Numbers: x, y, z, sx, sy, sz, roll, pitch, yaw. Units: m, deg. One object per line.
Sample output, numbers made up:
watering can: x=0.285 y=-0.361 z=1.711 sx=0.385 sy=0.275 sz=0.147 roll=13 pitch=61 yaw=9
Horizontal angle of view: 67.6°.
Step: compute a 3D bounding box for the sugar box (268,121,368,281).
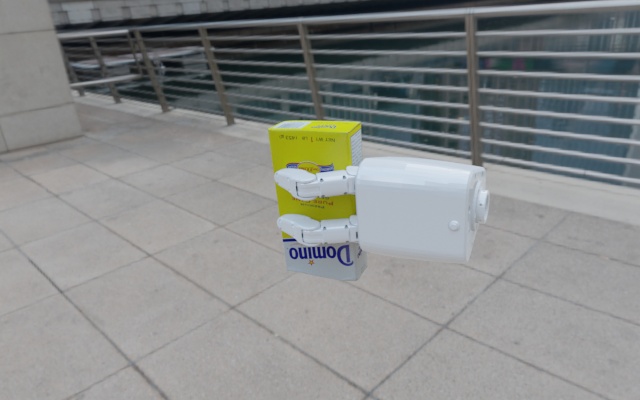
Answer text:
sugar box: x=0.000 y=0.002 z=0.528 sx=0.093 sy=0.176 sz=0.048 roll=6 pitch=25 yaw=24
